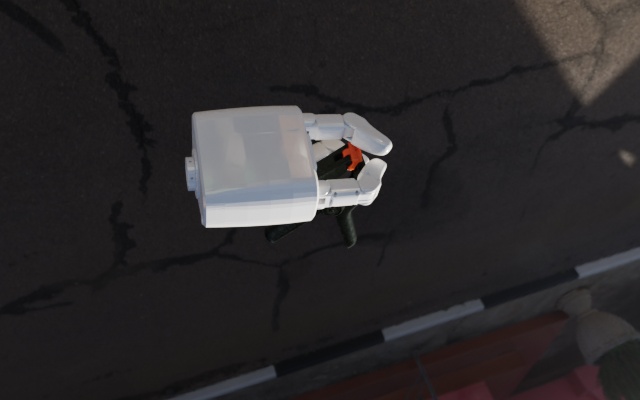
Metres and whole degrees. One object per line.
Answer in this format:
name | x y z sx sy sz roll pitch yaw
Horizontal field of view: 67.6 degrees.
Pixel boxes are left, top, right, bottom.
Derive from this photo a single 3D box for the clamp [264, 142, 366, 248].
clamp | 0.000 0.002 0.555 0.120 0.039 0.172 -5 -41 -17
